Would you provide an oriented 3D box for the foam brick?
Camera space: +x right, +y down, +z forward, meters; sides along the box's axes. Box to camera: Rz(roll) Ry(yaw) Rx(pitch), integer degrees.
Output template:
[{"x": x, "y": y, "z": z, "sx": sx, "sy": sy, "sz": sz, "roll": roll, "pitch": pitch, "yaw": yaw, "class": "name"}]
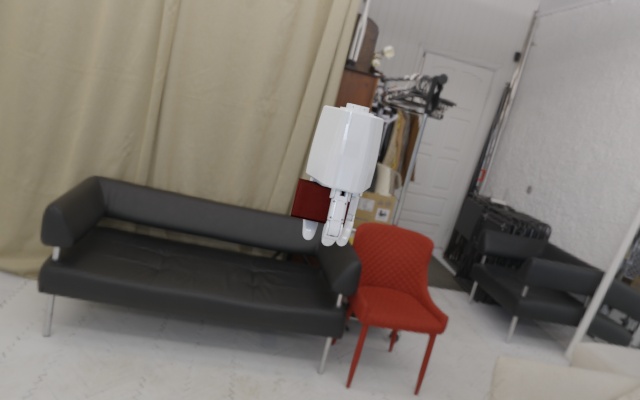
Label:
[{"x": 0.000, "y": 0.002, "z": 0.687, "sx": 0.078, "sy": 0.051, "sz": 0.053, "roll": 12, "pitch": 9, "yaw": -6, "class": "foam brick"}]
